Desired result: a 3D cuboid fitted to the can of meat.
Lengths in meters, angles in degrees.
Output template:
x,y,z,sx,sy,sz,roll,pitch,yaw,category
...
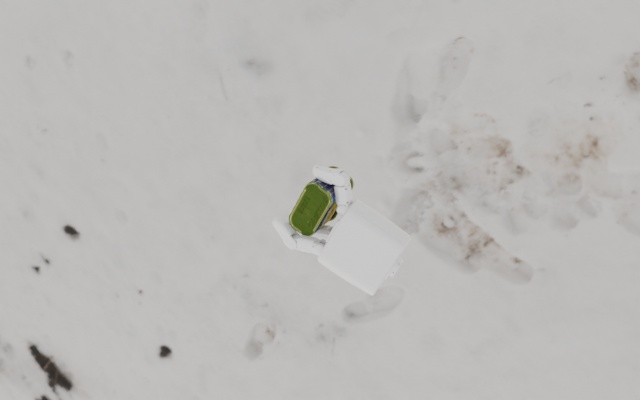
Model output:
x,y,z,sx,sy,sz,roll,pitch,yaw,category
0.000,0.003,0.793,0.057,0.102,0.084,36,32,10,can of meat
